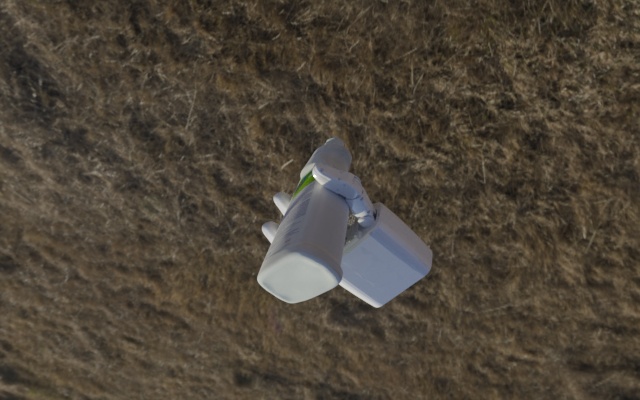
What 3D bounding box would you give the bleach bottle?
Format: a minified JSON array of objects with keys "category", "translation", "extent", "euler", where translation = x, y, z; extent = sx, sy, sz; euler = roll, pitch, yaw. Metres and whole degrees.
[{"category":"bleach bottle","translation":[0.000,0.002,0.603],"extent":[0.068,0.250,0.102],"euler":[39,-48,-21]}]
